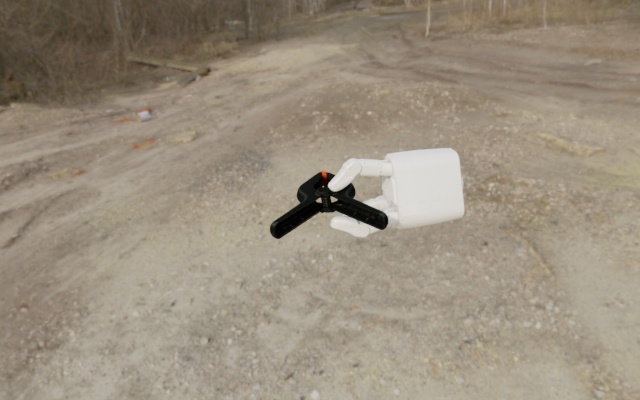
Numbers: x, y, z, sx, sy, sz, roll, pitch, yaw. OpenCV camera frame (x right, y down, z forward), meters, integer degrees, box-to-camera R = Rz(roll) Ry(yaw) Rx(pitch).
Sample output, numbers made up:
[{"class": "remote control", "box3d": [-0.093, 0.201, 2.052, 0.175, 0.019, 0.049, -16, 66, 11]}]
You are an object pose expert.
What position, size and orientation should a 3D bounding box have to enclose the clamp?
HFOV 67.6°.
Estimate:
[{"class": "clamp", "box3d": [0.000, 0.001, 0.740, 0.164, 0.036, 0.210, -7, 23, -6]}]
